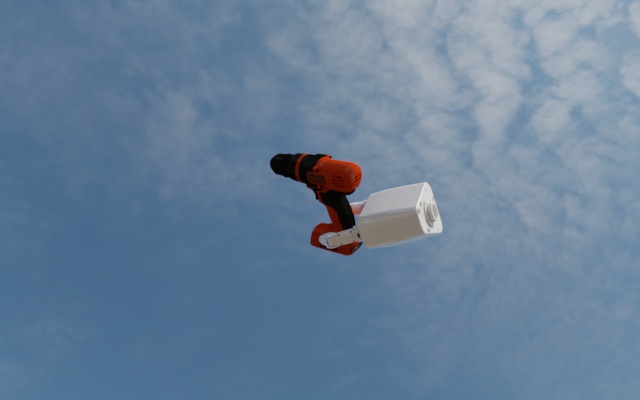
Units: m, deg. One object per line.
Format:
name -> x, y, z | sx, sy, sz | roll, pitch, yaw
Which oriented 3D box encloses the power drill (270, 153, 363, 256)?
power drill -> 0.000, 0.003, 0.855 | 0.184, 0.188, 0.057 | 13, 43, 36
